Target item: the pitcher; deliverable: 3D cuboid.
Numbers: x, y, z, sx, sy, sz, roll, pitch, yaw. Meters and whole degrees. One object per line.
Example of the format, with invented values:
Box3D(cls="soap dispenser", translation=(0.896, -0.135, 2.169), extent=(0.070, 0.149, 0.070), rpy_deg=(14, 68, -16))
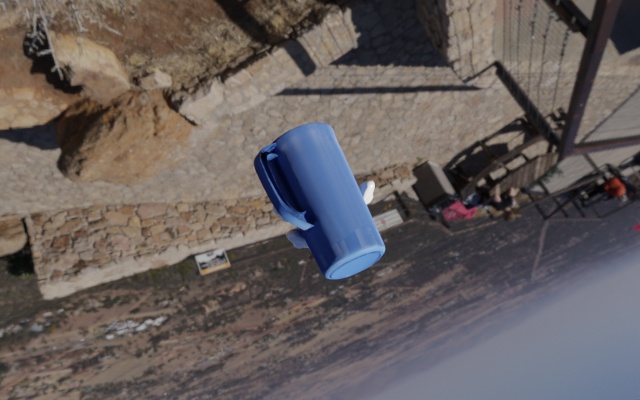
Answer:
Box3D(cls="pitcher", translation=(0.000, 0.003, 0.786), extent=(0.149, 0.242, 0.145), rpy_deg=(-24, -22, -3))
